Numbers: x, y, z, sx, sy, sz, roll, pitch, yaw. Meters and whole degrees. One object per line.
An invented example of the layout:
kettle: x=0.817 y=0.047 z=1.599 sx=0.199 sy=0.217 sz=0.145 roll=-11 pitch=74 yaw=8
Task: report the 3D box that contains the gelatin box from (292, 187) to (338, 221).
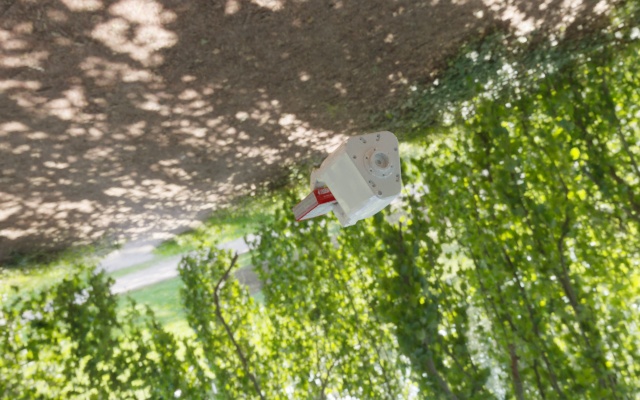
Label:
gelatin box: x=0.000 y=0.003 z=0.868 sx=0.073 sy=0.030 sz=0.089 roll=-14 pitch=-15 yaw=-36
